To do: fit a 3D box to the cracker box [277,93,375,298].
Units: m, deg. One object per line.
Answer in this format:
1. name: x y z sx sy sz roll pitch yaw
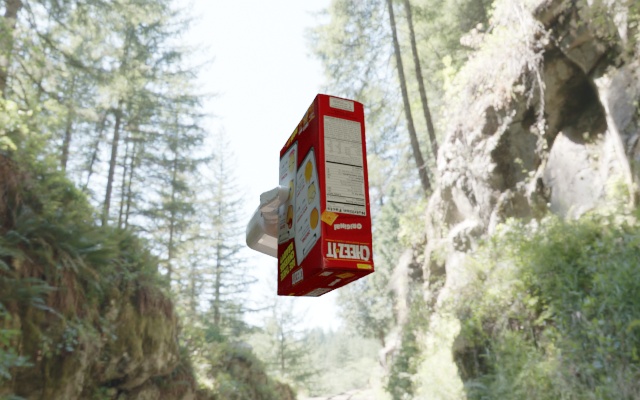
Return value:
1. cracker box: 0.000 0.002 0.601 0.072 0.213 0.164 6 -22 -20
